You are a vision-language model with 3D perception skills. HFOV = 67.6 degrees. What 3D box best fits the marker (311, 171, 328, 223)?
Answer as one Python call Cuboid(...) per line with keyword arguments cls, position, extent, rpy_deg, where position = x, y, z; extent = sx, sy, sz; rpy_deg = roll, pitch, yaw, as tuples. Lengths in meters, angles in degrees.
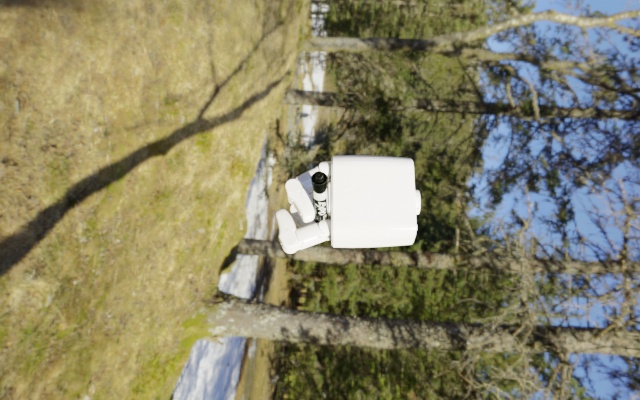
Cuboid(cls="marker", position=(0.000, 0.002, 0.579), extent=(0.020, 0.020, 0.121), rpy_deg=(0, -30, 1))
